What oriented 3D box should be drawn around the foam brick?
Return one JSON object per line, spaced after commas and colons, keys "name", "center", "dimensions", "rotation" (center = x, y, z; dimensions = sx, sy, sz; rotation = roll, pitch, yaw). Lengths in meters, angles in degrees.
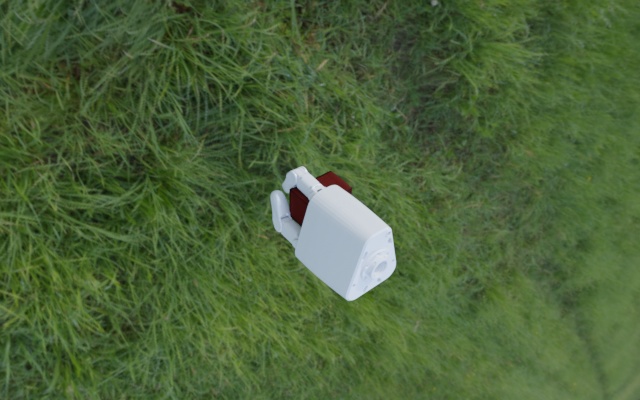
{"name": "foam brick", "center": [0.000, 0.002, 0.688], "dimensions": [0.078, 0.053, 0.051], "rotation": [-26, 47, -31]}
